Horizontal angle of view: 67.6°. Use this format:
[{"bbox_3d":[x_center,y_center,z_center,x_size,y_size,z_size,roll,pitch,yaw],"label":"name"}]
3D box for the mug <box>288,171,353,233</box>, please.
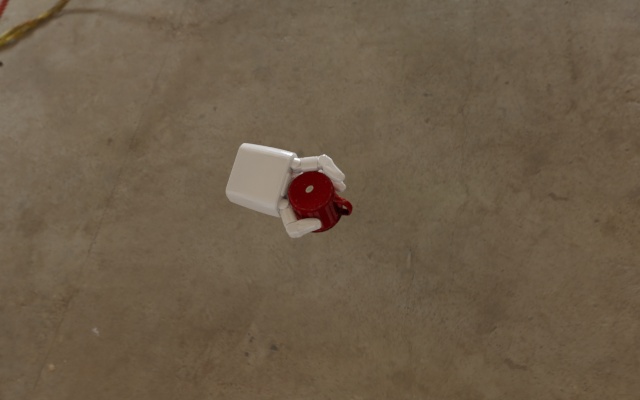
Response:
[{"bbox_3d":[0.001,0.003,0.852,0.117,0.093,0.081,14,-23,18],"label":"mug"}]
